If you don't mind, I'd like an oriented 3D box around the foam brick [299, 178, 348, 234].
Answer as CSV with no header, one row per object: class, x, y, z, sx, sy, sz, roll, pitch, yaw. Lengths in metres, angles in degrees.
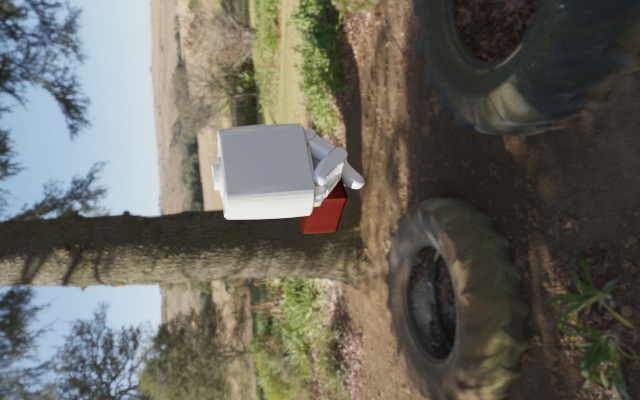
foam brick,0.000,0.002,0.658,0.051,0.053,0.078,-5,-39,-15
